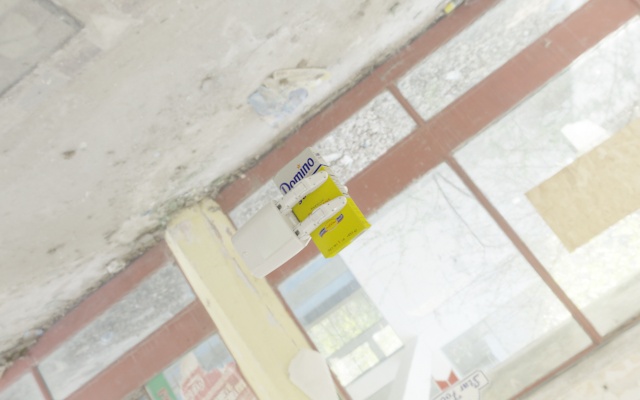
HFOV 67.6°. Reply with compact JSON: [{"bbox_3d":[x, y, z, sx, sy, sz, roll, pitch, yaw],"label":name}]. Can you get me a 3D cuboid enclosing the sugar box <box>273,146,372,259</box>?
[{"bbox_3d":[0.000,0.003,0.829,0.093,0.176,0.048,-40,-13,16],"label":"sugar box"}]
